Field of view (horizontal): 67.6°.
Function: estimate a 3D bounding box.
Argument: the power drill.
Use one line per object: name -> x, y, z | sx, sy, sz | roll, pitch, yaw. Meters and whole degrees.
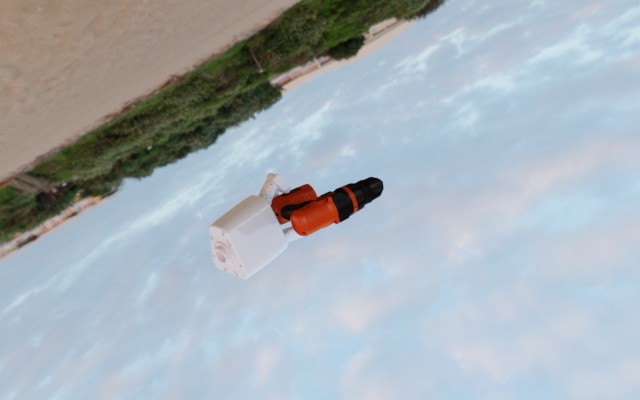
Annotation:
power drill -> 0.000, 0.003, 0.868 | 0.184, 0.057, 0.187 | -24, 12, -26
